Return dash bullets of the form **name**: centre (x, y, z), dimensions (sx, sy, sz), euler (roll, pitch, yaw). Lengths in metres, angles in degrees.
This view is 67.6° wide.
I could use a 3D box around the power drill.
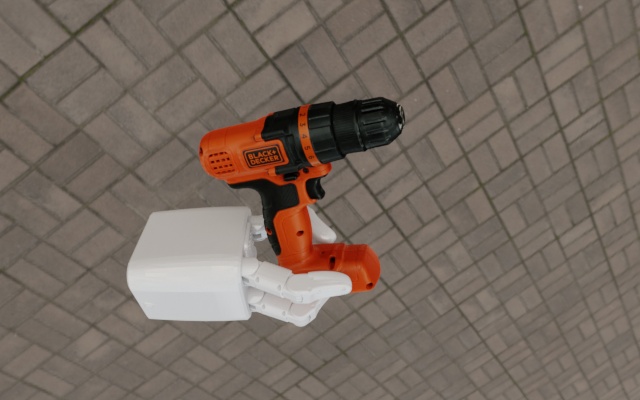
- **power drill**: centre (0.000, 0.002, 0.446), dimensions (0.184, 0.188, 0.057), euler (-8, 29, 19)
